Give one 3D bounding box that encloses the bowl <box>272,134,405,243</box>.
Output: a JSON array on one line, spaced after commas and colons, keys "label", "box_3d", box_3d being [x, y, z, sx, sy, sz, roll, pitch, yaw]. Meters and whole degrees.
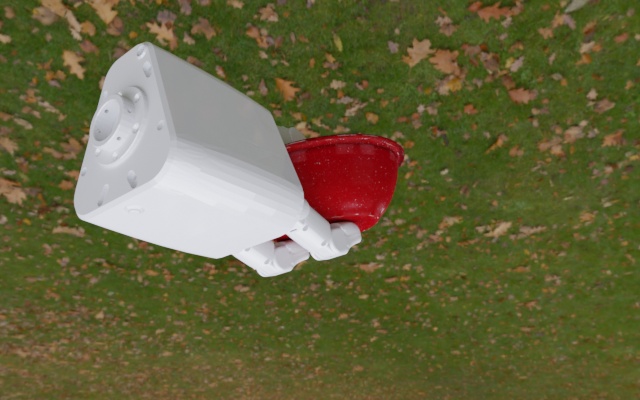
[{"label": "bowl", "box_3d": [0.001, 0.002, 0.420, 0.162, 0.055, 0.162, -11, -16, -3]}]
